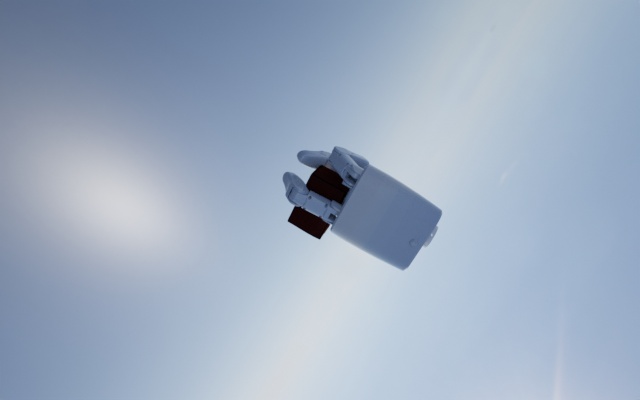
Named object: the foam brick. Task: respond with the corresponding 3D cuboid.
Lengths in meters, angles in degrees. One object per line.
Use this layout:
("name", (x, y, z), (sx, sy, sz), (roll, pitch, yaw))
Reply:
("foam brick", (0.000, 0.002, 0.630), (0.051, 0.078, 0.053), (30, 23, 4))
